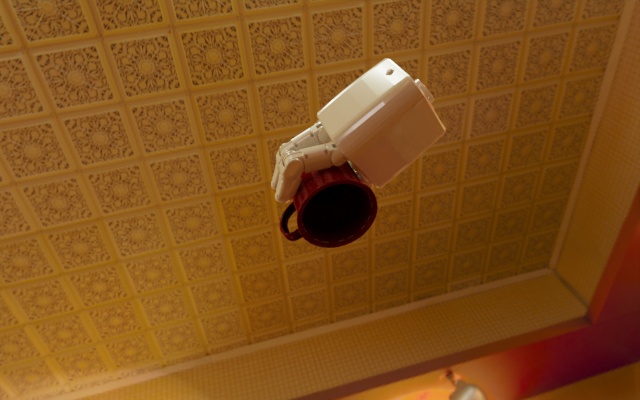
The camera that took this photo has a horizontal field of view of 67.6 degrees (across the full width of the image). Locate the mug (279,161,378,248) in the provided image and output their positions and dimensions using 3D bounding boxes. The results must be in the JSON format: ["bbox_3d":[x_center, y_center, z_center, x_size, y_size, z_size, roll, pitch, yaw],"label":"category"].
[{"bbox_3d":[-0.001,0.003,0.561,0.093,0.117,0.081,43,13,-36],"label":"mug"}]
